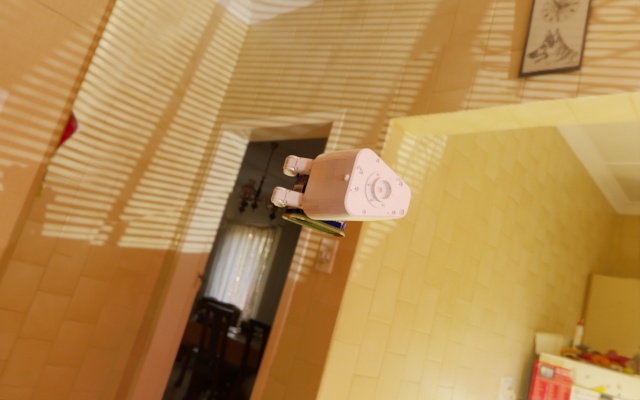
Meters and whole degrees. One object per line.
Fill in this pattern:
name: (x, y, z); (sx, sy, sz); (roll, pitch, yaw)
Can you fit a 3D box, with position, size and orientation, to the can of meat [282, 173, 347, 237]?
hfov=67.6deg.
can of meat: (0.000, 0.002, 0.756); (0.102, 0.084, 0.057); (22, -12, -27)
